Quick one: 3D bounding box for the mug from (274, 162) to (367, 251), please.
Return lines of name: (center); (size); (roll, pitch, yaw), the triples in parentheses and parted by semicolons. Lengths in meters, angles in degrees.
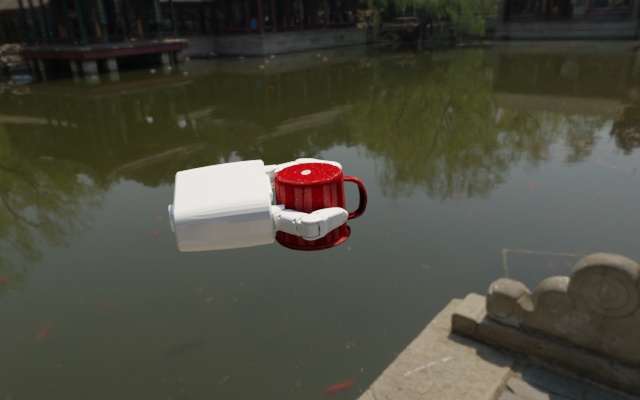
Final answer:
mug: (0.002, 0.002, 0.573); (0.117, 0.081, 0.093); (-8, 22, -10)
